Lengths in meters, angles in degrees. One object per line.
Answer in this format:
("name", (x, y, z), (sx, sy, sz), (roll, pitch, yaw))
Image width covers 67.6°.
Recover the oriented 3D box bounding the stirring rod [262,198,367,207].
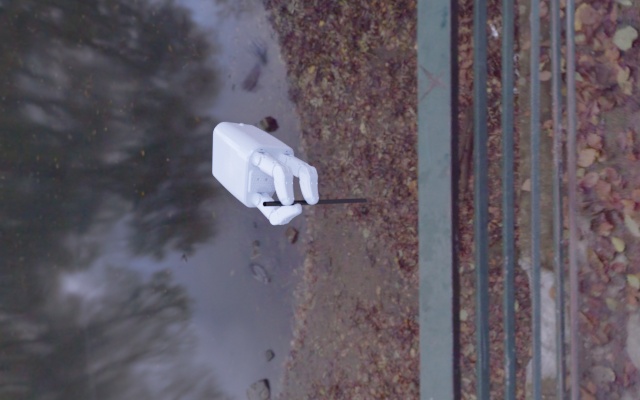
("stirring rod", (0.000, 0.002, 0.765), (0.011, 0.011, 0.239), (0, 1, 41))
